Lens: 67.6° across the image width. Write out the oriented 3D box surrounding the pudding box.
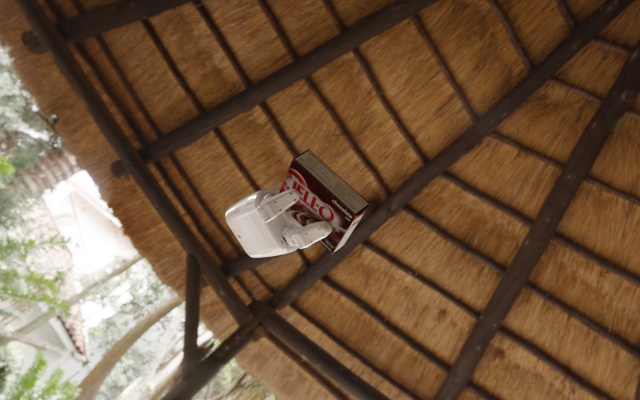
[{"bbox_3d":[0.000,0.002,0.627,0.039,0.113,0.090,-39,-16,-39],"label":"pudding box"}]
